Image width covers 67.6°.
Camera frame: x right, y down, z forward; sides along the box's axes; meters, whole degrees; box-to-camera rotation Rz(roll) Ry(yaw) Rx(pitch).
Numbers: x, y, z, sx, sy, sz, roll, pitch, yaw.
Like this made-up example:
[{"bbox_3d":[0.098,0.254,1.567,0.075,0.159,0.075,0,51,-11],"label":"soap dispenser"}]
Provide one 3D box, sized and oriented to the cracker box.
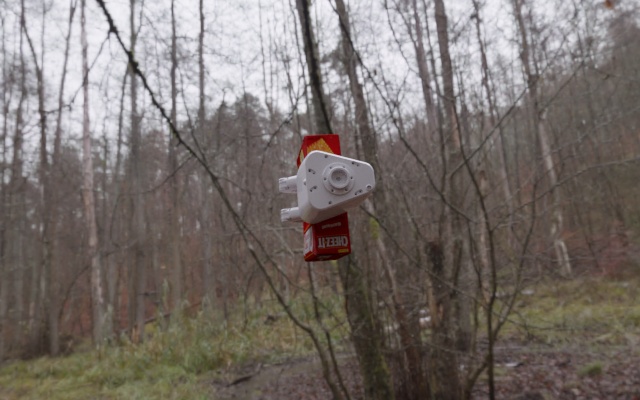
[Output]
[{"bbox_3d":[0.000,0.003,0.897,0.072,0.213,0.164,-3,-11,-8],"label":"cracker box"}]
